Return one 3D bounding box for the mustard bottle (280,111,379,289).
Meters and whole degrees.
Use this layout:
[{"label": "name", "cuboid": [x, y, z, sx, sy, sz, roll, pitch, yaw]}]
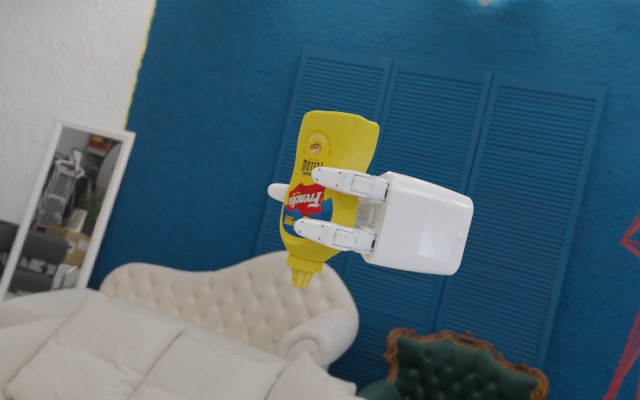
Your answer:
[{"label": "mustard bottle", "cuboid": [0.000, 0.001, 0.522, 0.058, 0.191, 0.096, 13, 2, -45]}]
